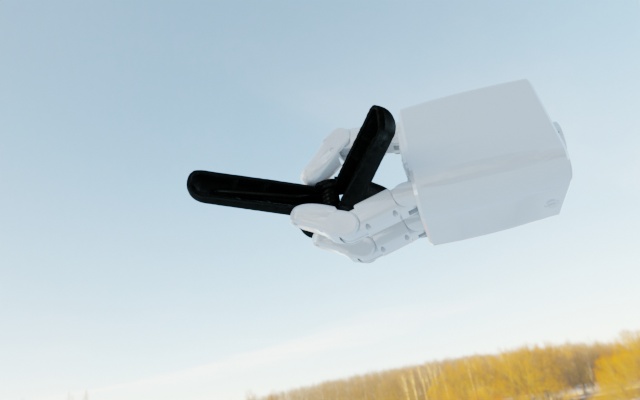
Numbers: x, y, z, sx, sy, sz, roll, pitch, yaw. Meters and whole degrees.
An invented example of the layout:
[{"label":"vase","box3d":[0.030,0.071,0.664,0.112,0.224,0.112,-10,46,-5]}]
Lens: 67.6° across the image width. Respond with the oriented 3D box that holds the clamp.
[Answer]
[{"label":"clamp","box3d":[0.000,0.001,0.416,0.164,0.036,0.210,-13,-26,14]}]
